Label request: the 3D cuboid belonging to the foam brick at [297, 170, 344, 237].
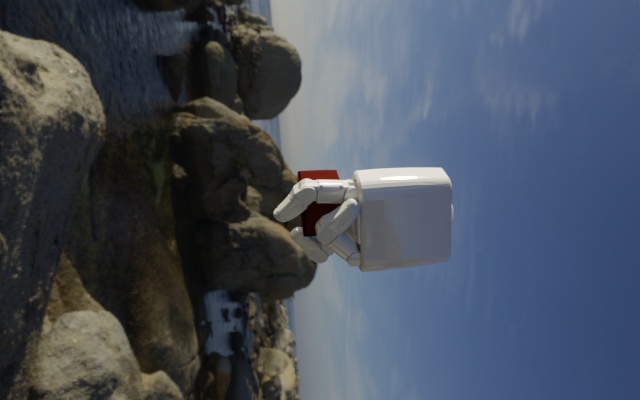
[{"bbox_3d":[0.000,0.002,0.597,0.051,0.053,0.078,-4,32,-5],"label":"foam brick"}]
